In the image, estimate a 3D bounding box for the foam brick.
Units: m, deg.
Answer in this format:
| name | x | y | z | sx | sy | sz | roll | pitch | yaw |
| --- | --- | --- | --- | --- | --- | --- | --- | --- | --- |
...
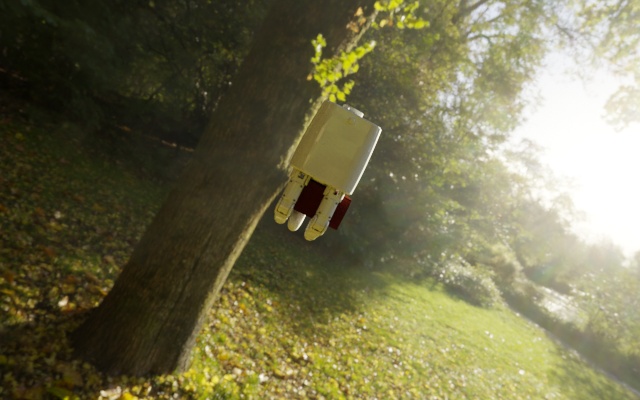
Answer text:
| name | x | y | z | sx | sy | sz | roll | pitch | yaw |
| --- | --- | --- | --- | --- | --- | --- | --- | --- | --- |
| foam brick | 0.000 | 0.003 | 0.717 | 0.078 | 0.051 | 0.053 | 27 | 4 | -8 |
